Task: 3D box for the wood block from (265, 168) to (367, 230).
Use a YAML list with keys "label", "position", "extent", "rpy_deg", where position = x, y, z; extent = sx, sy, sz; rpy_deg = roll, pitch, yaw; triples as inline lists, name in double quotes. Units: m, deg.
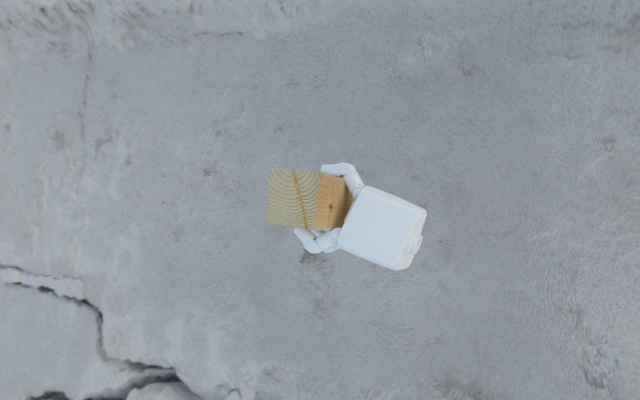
- label: "wood block"
  position: [0.000, 0.002, 0.830]
  extent: [0.090, 0.091, 0.206]
  rpy_deg: [7, -1, 26]
